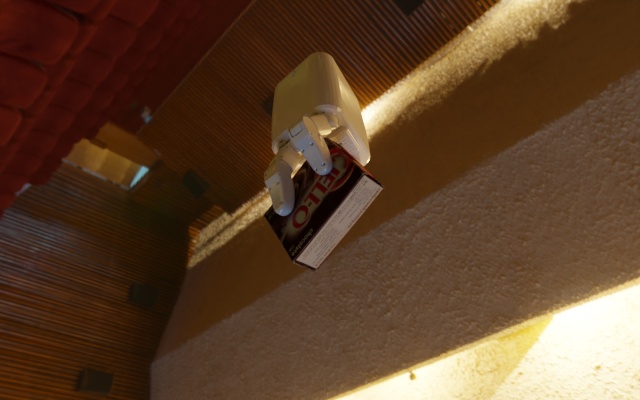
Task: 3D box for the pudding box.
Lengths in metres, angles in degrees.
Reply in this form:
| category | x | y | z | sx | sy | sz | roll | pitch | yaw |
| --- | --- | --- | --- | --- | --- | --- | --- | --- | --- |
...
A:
| category | x | y | z | sx | sy | sz | roll | pitch | yaw |
| --- | --- | --- | --- | --- | --- | --- | --- | --- | --- |
| pudding box | 0.000 | 0.002 | 0.488 | 0.039 | 0.113 | 0.090 | 29 | 13 | -36 |
